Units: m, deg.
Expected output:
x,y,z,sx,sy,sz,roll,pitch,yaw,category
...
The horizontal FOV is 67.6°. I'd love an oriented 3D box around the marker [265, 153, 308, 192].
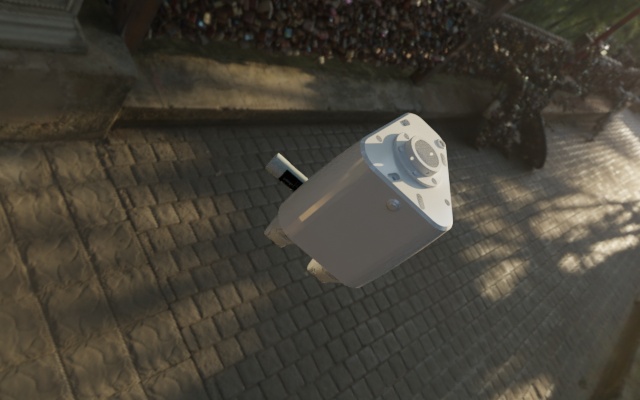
x,y,z,sx,sy,sz,roll,pitch,yaw,category
0.000,0.001,0.450,0.121,0.020,0.020,40,-9,-11,marker
